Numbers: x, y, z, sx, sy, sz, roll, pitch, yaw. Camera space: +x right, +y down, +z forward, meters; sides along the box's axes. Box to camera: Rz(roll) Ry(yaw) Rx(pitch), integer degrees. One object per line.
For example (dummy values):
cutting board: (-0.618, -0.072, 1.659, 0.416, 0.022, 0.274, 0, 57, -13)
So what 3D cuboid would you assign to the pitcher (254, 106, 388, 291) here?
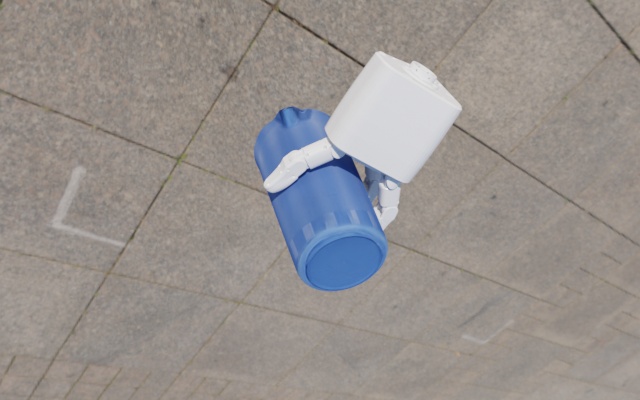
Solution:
pitcher: (0.000, 0.002, 0.625, 0.149, 0.145, 0.242, 19, 31, -31)
